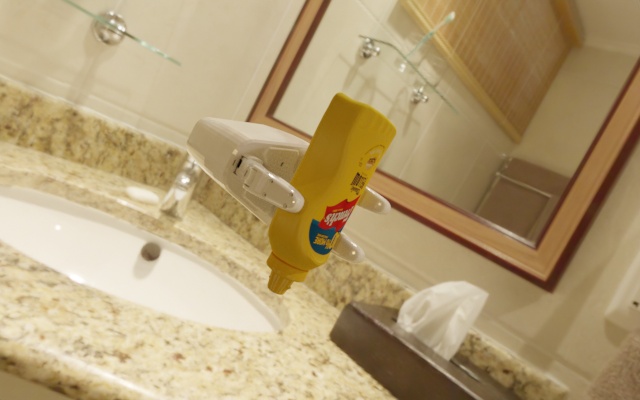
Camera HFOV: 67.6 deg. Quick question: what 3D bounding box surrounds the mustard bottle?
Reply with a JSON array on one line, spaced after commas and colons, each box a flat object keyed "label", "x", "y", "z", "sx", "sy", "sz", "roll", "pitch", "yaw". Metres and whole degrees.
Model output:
[{"label": "mustard bottle", "x": 0.000, "y": 0.001, "z": 0.448, "sx": 0.058, "sy": 0.191, "sz": 0.096, "roll": 30, "pitch": 5, "yaw": 22}]
